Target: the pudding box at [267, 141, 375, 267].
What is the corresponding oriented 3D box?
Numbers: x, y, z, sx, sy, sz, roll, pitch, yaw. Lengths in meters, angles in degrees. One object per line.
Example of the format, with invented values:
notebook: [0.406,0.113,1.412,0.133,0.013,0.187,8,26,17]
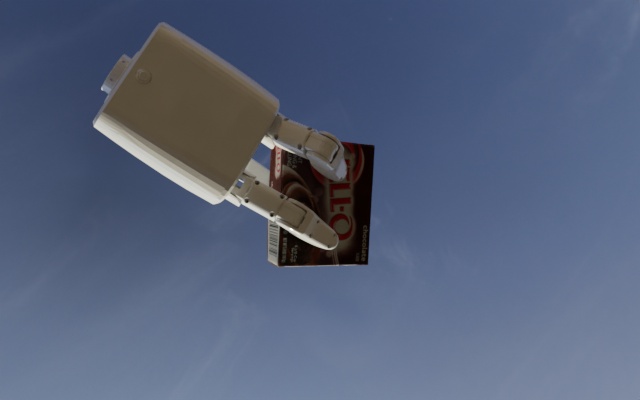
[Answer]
pudding box: [0.000,0.001,0.428,0.090,0.113,0.039,3,3,-26]
